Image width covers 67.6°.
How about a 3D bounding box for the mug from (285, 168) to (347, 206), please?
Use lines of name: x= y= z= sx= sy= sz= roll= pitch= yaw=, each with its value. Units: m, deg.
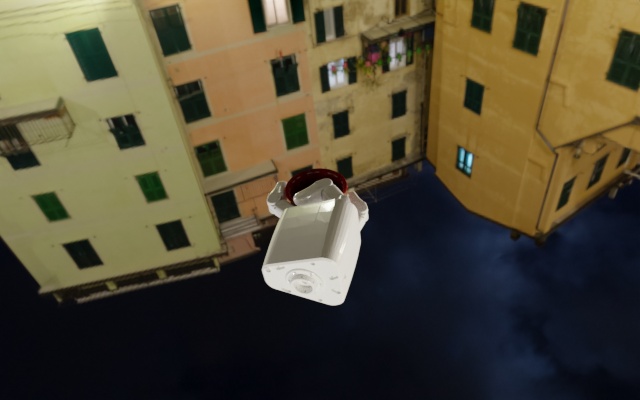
mug: x=0.000 y=0.002 z=0.744 sx=0.093 sy=0.082 sz=0.117 roll=7 pitch=42 yaw=15
